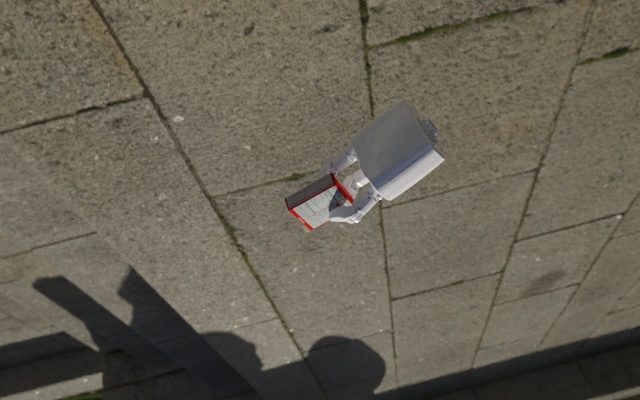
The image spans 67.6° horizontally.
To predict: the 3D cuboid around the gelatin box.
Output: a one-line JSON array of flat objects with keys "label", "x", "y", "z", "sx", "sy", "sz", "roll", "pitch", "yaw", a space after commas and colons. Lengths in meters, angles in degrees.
[{"label": "gelatin box", "x": 0.000, "y": 0.003, "z": 0.759, "sx": 0.089, "sy": 0.030, "sz": 0.073, "roll": -30, "pitch": -40, "yaw": 13}]
